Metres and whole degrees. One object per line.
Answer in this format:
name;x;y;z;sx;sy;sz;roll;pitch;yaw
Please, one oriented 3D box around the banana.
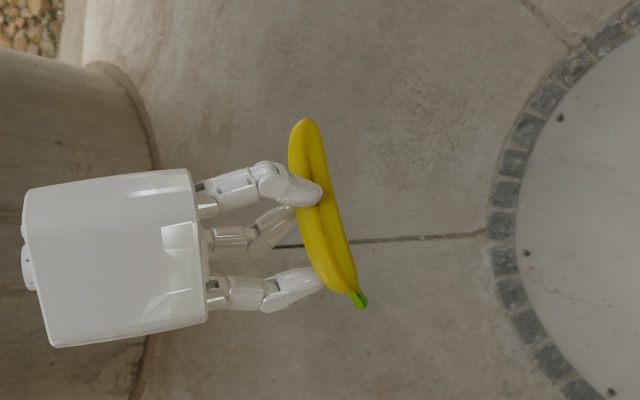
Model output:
banana;-0.003;-0.002;0.424;0.037;0.197;0.070;-16;-23;6
